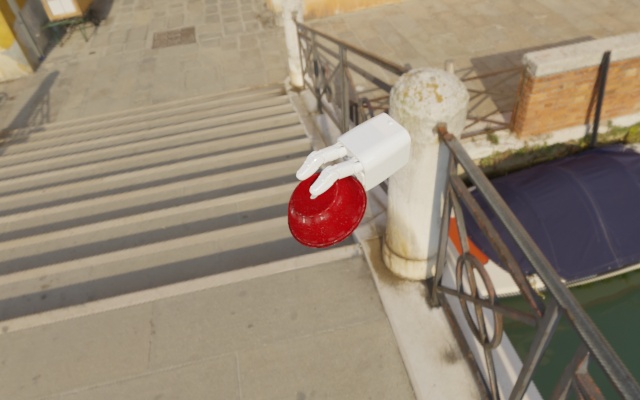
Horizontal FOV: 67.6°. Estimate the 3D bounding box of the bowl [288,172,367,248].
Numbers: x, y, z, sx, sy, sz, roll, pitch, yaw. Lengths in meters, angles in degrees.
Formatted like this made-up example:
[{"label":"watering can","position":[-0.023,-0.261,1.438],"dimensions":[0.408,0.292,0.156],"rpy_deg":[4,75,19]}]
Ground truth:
[{"label":"bowl","position":[-0.001,0.004,0.869],"dimensions":[0.162,0.162,0.055],"rpy_deg":[0,-30,29]}]
